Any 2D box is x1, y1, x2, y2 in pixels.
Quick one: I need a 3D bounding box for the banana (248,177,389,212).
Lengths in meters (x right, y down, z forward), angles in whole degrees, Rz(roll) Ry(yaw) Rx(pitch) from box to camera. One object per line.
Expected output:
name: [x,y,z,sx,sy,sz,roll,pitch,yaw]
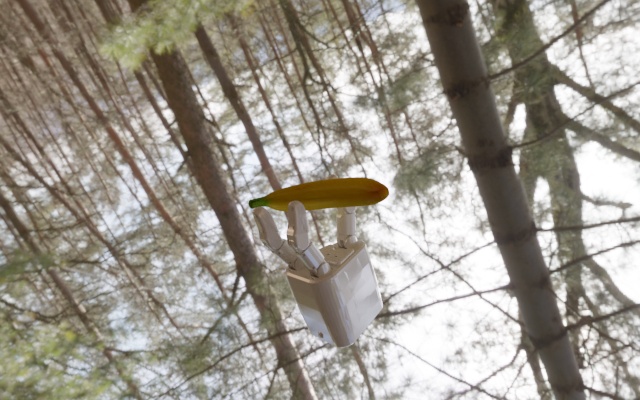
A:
banana: [0.006,-0.004,0.607,0.198,0.037,0.069,-7,17,31]
